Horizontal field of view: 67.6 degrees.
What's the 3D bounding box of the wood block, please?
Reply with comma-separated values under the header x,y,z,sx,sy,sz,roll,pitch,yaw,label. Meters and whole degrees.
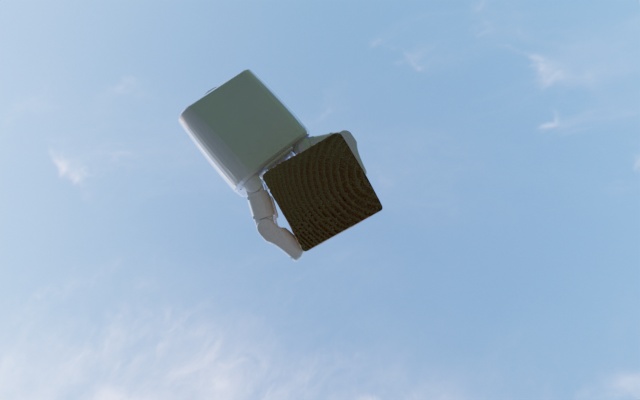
x,y,z,sx,sy,sz,roll,pitch,yaw,label
0.000,0.001,0.562,0.091,0.090,0.206,-29,-4,-3,wood block
